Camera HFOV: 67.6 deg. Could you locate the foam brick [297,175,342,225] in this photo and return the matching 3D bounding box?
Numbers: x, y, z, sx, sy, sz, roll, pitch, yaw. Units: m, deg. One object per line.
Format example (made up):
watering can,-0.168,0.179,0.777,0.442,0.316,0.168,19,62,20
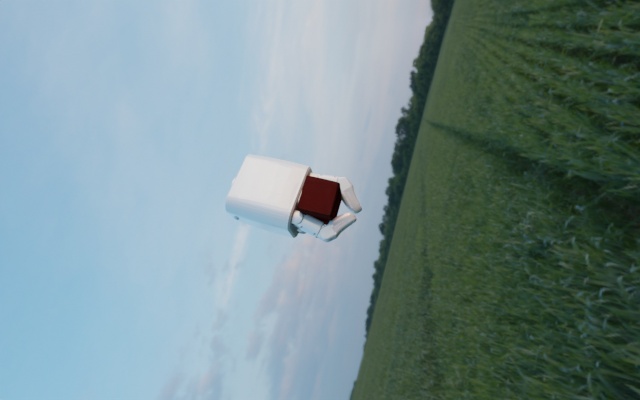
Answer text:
foam brick,0.000,0.002,0.716,0.051,0.053,0.078,15,-14,9
